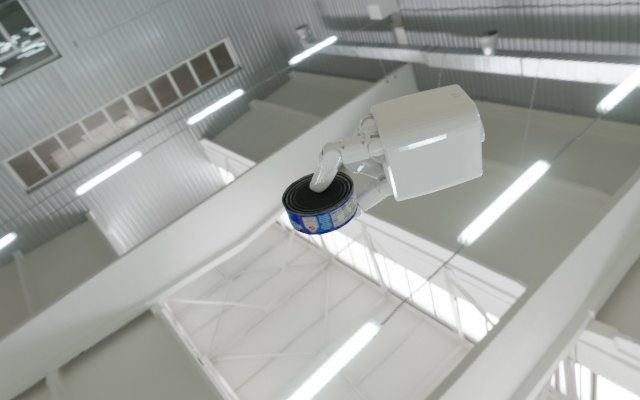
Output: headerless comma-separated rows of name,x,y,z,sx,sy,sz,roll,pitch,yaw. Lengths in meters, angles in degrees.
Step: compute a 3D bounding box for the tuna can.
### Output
tuna can,0.000,0.002,0.562,0.086,0.034,0.086,-11,34,8
